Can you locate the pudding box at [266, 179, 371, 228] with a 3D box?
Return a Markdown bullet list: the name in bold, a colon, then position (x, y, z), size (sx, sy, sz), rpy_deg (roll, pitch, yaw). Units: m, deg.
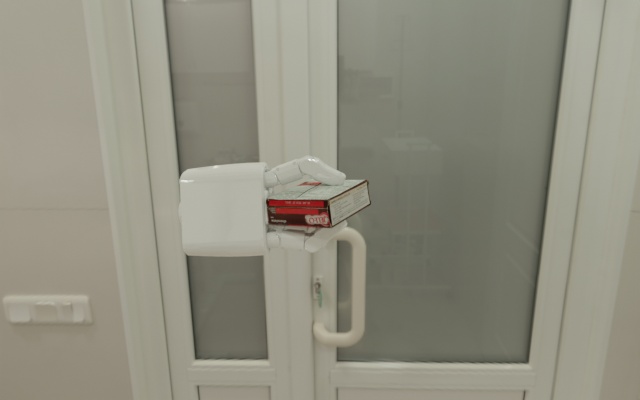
- **pudding box**: position (0.000, 0.002, 0.600), size (0.090, 0.039, 0.113), rpy_deg (2, 17, 31)
